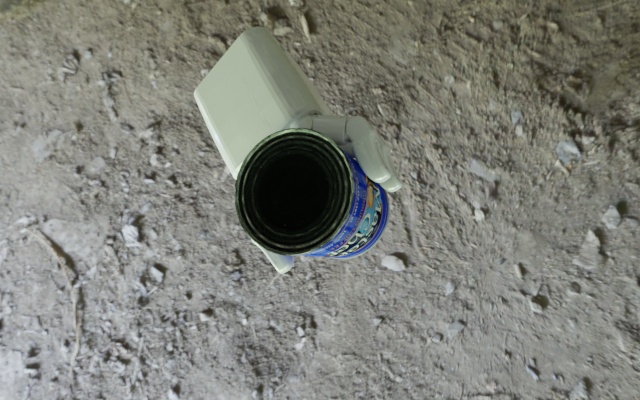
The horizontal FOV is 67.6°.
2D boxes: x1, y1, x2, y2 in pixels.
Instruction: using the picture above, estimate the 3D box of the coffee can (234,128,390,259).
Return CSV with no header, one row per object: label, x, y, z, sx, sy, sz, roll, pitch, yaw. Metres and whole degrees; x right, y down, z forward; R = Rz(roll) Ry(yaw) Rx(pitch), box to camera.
coffee can,0.000,0.002,0.440,0.103,0.103,0.140,0,-8,19
